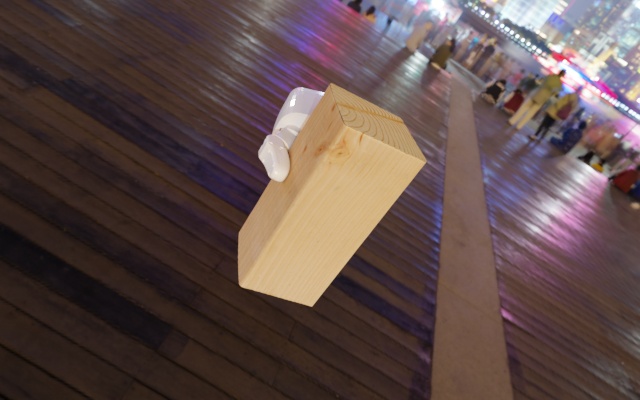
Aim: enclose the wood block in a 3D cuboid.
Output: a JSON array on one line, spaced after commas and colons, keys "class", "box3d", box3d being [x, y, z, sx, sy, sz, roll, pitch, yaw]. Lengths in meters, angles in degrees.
[{"class": "wood block", "box3d": [0.000, 0.001, 0.489, 0.091, 0.206, 0.090, 21, 30, -23]}]
